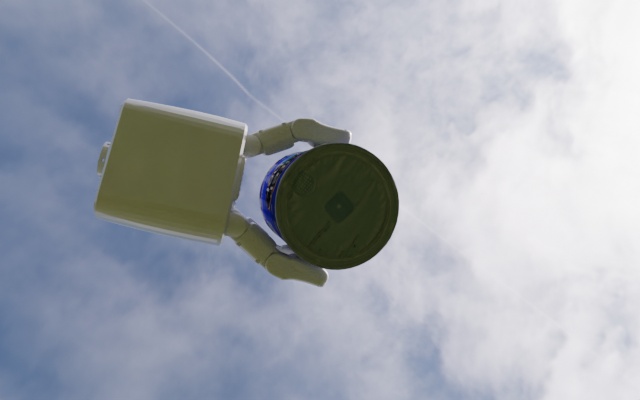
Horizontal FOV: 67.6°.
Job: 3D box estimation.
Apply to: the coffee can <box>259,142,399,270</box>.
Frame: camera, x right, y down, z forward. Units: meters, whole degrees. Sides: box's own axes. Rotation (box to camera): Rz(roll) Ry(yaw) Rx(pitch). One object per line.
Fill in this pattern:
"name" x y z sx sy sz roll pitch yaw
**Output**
"coffee can" 0.000 0.001 0.448 0.103 0.103 0.140 0 3 -13
